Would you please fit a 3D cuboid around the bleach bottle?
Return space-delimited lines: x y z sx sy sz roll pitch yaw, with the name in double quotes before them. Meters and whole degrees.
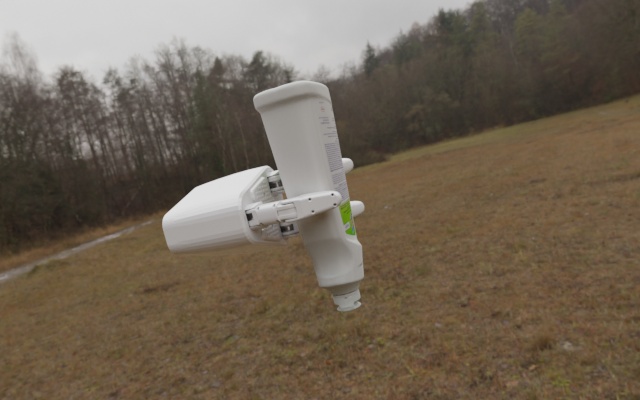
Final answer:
"bleach bottle" 0.000 0.002 0.527 0.068 0.251 0.102 -12 5 20
